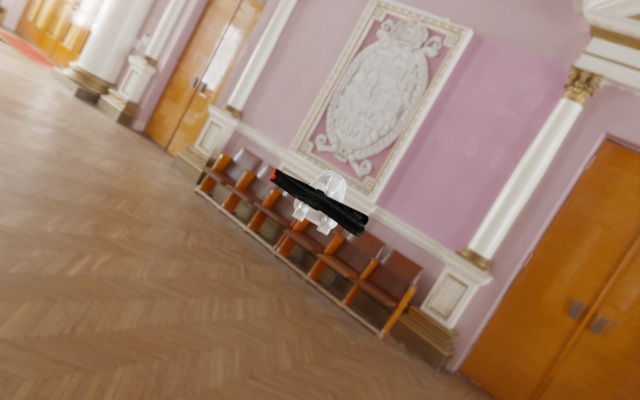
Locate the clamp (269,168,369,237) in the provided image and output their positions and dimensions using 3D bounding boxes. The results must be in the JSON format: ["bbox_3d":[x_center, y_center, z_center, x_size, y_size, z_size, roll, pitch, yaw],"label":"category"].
[{"bbox_3d":[0.000,0.002,0.883,0.210,0.036,0.164,29,7,-2],"label":"clamp"}]
